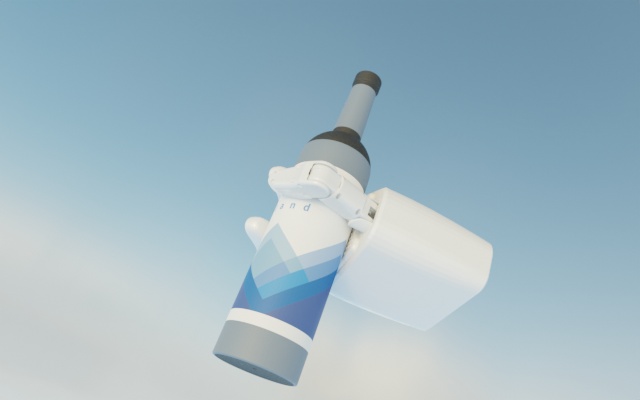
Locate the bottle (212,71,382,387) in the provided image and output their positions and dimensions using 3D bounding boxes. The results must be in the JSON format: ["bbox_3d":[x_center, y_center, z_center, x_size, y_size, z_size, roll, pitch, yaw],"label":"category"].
[{"bbox_3d":[0.000,0.002,0.413,0.069,0.295,0.069,17,-27,9],"label":"bottle"}]
